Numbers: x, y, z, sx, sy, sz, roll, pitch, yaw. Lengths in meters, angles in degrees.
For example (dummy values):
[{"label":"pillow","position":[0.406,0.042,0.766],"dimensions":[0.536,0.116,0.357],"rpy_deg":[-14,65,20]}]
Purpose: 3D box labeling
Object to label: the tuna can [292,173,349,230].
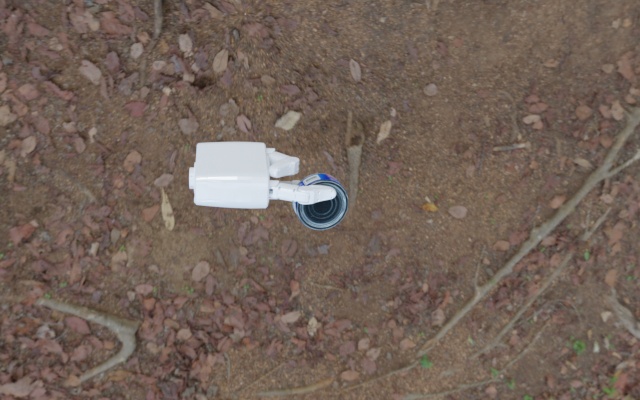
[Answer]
[{"label":"tuna can","position":[0.000,0.003,0.748],"dimensions":[0.086,0.086,0.033],"rpy_deg":[0,21,-15]}]
